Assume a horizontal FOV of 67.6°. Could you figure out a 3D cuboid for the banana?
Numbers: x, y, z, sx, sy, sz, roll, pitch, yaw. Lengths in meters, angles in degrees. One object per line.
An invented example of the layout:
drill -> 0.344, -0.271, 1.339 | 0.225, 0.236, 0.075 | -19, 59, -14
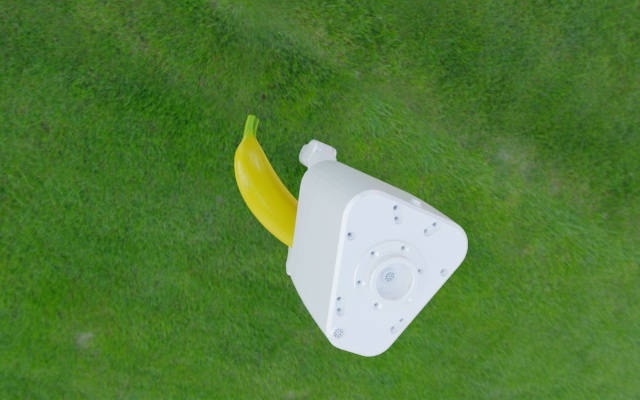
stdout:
banana -> -0.015, 0.013, 0.446 | 0.198, 0.069, 0.037 | 46, -13, -16
